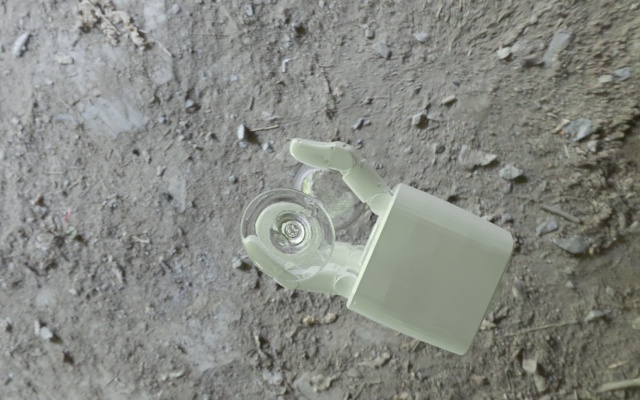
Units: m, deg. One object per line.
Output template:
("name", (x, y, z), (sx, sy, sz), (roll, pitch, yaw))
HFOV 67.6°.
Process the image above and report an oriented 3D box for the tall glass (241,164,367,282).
("tall glass", (0.000, 0.002, 0.448), (0.079, 0.079, 0.201), (0, 15, 15))
